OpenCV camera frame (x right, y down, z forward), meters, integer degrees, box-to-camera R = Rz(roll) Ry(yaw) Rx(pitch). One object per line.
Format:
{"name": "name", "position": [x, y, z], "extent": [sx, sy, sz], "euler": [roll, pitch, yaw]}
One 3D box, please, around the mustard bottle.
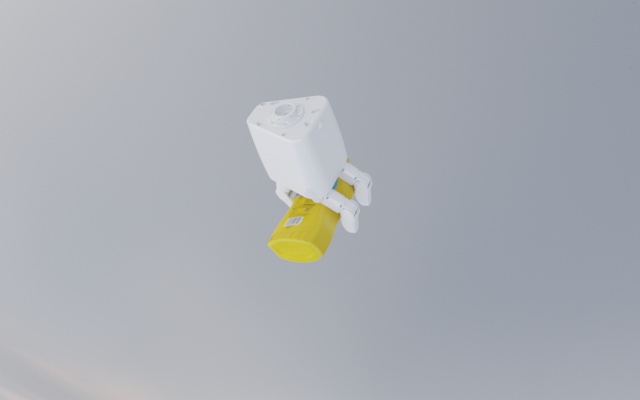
{"name": "mustard bottle", "position": [0.000, 0.003, 0.726], "extent": [0.096, 0.191, 0.058], "euler": [-9, -48, 44]}
